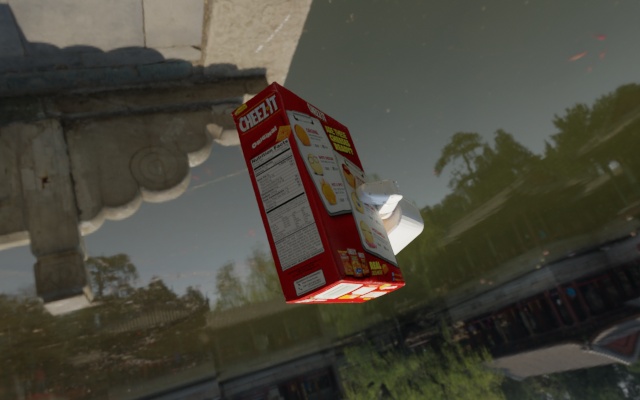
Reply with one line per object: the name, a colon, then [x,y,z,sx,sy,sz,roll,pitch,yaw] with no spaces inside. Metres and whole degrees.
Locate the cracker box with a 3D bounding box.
cracker box: [0.000,0.002,0.518,0.072,0.213,0.164,-28,-22,23]
